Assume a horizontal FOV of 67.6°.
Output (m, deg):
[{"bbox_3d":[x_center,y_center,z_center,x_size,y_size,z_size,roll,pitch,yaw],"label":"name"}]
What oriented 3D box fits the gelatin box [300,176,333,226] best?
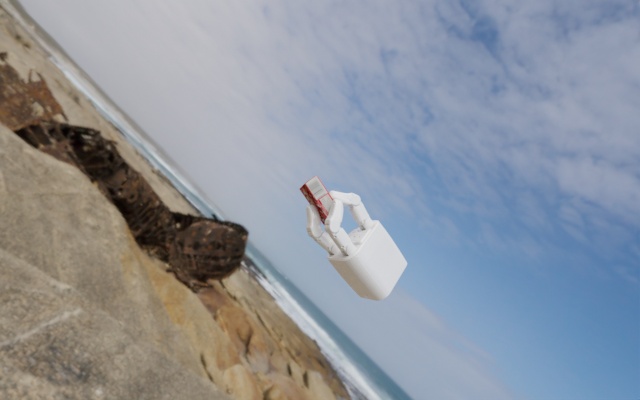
[{"bbox_3d":[0.000,0.002,0.878,0.030,0.089,0.073,-34,0,-12],"label":"gelatin box"}]
